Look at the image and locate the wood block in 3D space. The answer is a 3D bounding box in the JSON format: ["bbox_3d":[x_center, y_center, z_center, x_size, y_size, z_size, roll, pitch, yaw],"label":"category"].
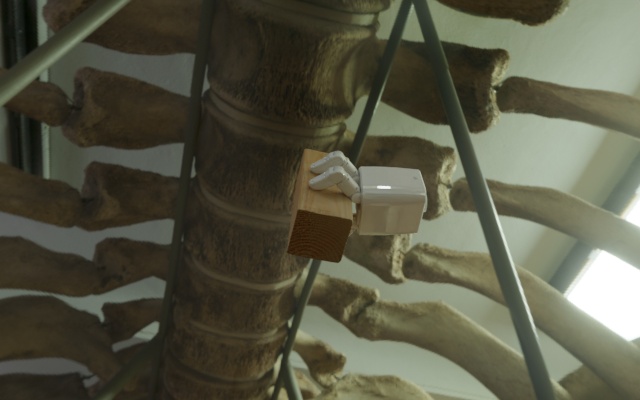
[{"bbox_3d":[0.000,0.003,0.829,0.090,0.091,0.206,11,32,-5],"label":"wood block"}]
